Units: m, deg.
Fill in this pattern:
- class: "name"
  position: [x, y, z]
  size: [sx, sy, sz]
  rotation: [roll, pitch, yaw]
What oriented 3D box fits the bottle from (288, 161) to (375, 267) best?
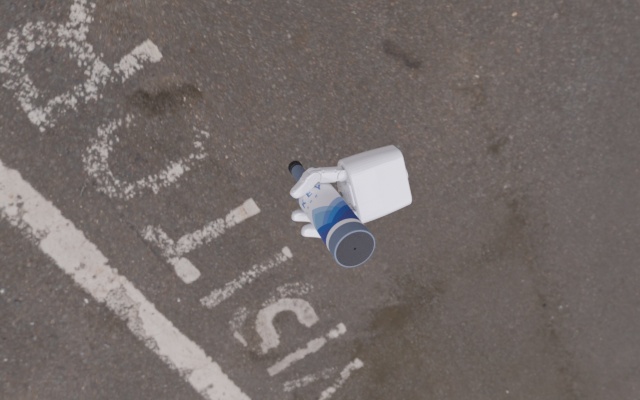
- class: "bottle"
  position: [0.000, 0.003, 0.824]
  size: [0.069, 0.069, 0.295]
  rotation: [0, 28, -23]
